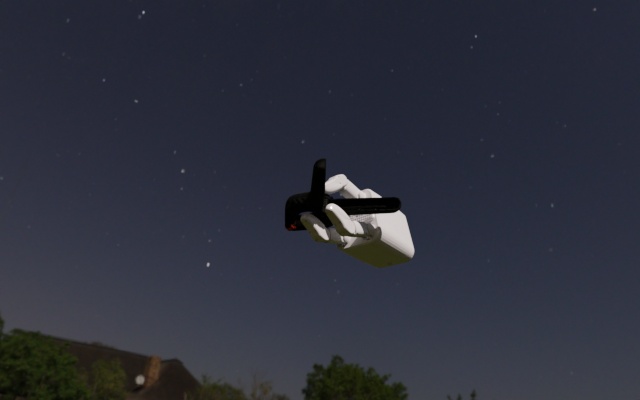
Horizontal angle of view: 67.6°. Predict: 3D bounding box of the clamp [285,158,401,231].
[{"bbox_3d":[0.000,0.002,0.771,0.210,0.036,0.165,-21,-41,41],"label":"clamp"}]
